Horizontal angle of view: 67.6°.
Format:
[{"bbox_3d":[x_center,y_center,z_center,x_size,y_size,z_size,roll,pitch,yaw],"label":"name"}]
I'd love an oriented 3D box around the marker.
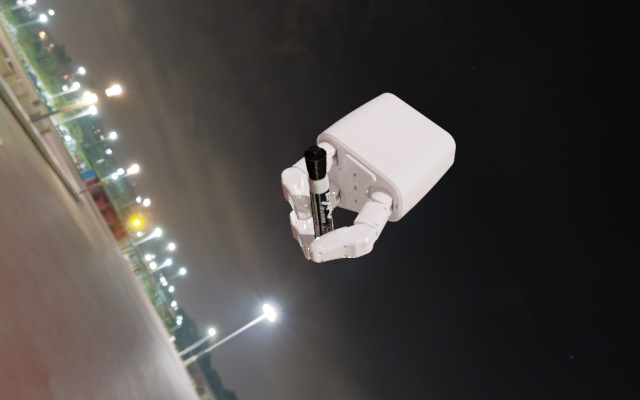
[{"bbox_3d":[0.000,0.001,0.421,0.020,0.121,0.020,-3,44,3],"label":"marker"}]
